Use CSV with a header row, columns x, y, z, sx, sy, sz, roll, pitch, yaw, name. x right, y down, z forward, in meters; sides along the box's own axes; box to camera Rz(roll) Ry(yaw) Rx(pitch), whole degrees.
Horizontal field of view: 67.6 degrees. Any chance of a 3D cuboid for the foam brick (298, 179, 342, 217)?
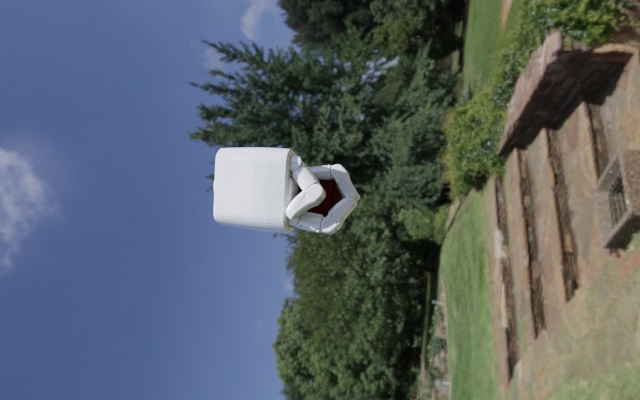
x,y,z,sx,sy,sz,roll,pitch,yaw,name
0.000,0.002,0.701,0.051,0.053,0.078,3,-12,12,foam brick
